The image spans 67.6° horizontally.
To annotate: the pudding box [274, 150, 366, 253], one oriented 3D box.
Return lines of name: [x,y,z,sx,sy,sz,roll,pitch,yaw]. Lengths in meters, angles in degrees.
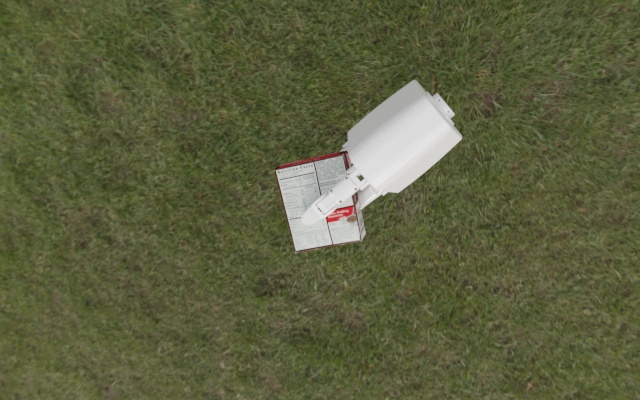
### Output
pudding box: [0.000,0.002,0.592,0.090,0.113,0.039,-11,9,13]
